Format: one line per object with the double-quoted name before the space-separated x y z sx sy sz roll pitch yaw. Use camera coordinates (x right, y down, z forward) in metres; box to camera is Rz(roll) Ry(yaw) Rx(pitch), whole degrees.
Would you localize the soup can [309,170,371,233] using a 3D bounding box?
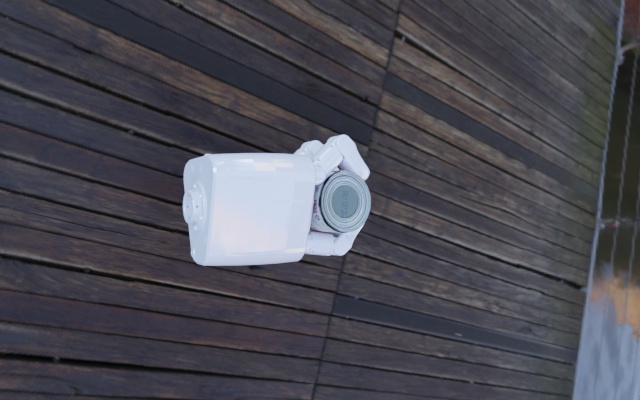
"soup can" 0.001 0.002 0.541 0.068 0.068 0.102 0 -1 -33
